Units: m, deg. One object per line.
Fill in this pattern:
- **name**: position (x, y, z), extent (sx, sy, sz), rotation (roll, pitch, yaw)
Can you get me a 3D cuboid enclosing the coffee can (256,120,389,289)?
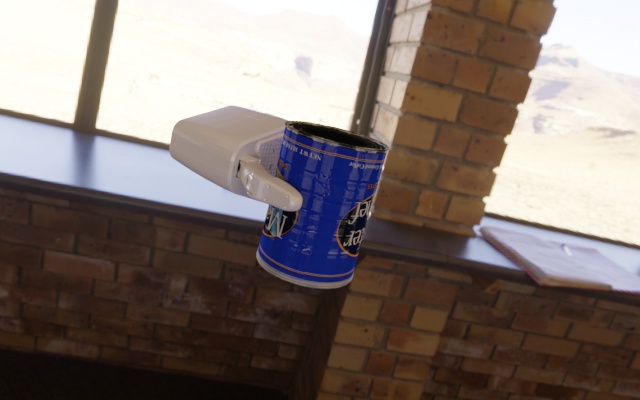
- **coffee can**: position (0.000, 0.002, 0.476), extent (0.103, 0.140, 0.102), rotation (13, 16, -4)
